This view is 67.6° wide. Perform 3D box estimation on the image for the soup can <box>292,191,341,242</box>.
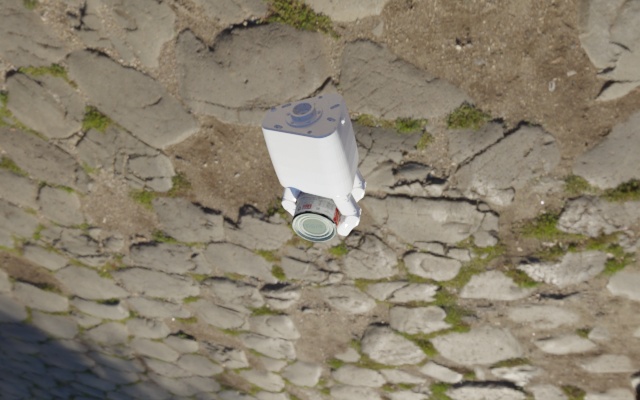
[{"bbox_3d":[0.000,0.003,0.717,0.068,0.102,0.069,8,-41,7],"label":"soup can"}]
